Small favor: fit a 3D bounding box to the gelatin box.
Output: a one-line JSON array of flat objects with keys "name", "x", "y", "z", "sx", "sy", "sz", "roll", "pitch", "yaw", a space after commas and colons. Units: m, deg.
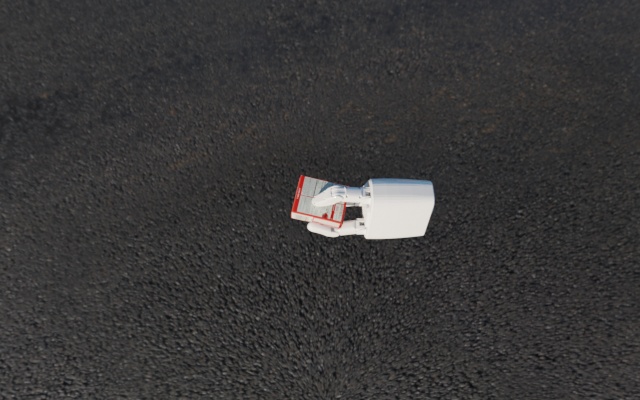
[{"name": "gelatin box", "x": 0.000, "y": 0.002, "z": 0.822, "sx": 0.089, "sy": 0.073, "sz": 0.030, "roll": 13, "pitch": -25, "yaw": -2}]
